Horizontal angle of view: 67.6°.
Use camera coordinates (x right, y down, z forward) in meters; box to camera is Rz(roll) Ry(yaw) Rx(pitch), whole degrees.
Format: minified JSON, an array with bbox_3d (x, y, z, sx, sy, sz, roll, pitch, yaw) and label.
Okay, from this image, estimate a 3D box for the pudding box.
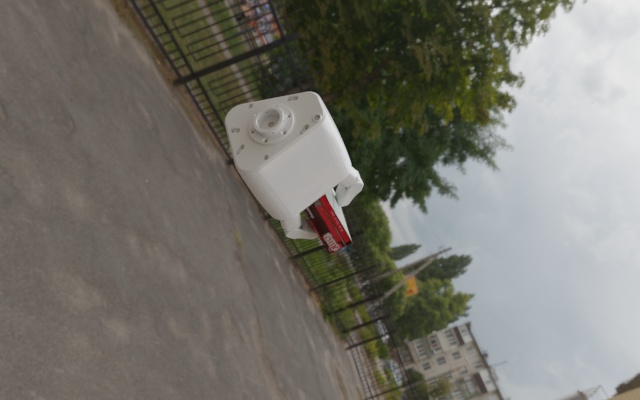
[{"bbox_3d":[0.000,0.002,0.627,0.039,0.090,0.113,-24,31,8],"label":"pudding box"}]
